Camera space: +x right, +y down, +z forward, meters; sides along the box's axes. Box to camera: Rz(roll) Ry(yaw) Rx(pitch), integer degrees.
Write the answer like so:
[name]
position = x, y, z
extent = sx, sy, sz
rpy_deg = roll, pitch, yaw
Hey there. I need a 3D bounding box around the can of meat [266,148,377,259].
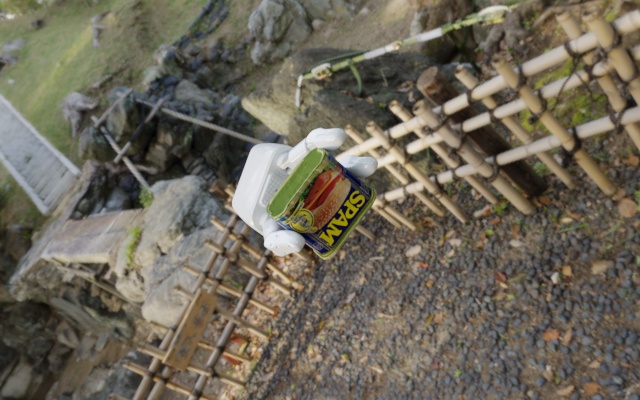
[can of meat]
position = 0.000, 0.002, 0.549
extent = 0.084, 0.102, 0.057
rpy_deg = 39, -3, -26
